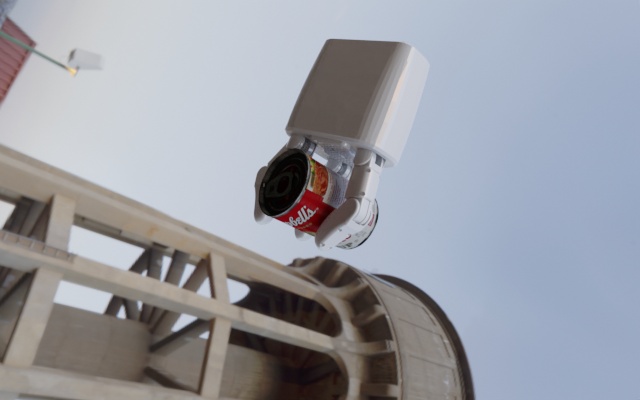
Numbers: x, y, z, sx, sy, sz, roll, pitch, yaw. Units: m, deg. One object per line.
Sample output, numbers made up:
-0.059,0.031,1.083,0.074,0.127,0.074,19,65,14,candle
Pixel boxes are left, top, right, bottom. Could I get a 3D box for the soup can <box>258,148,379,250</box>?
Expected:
0.000,0.002,0.466,0.102,0.068,0.068,28,-18,-39,soup can
